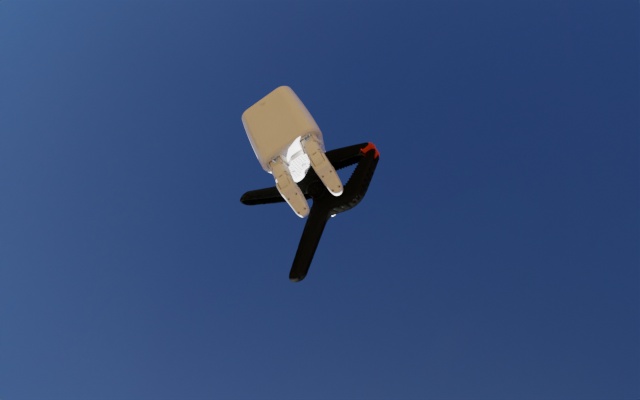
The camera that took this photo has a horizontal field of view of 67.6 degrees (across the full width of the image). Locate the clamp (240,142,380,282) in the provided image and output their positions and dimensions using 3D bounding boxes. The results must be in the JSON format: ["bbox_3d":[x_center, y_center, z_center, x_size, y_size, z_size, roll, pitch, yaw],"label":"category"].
[{"bbox_3d":[0.001,0.002,0.665,0.210,0.164,0.036,-34,-29,7],"label":"clamp"}]
